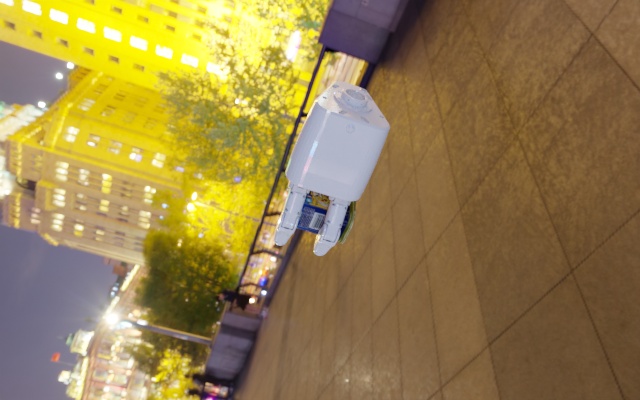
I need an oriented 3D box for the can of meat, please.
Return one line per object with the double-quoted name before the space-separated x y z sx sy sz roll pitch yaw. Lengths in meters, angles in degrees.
"can of meat" 0.000 0.002 0.660 0.084 0.057 0.102 17 38 -9
